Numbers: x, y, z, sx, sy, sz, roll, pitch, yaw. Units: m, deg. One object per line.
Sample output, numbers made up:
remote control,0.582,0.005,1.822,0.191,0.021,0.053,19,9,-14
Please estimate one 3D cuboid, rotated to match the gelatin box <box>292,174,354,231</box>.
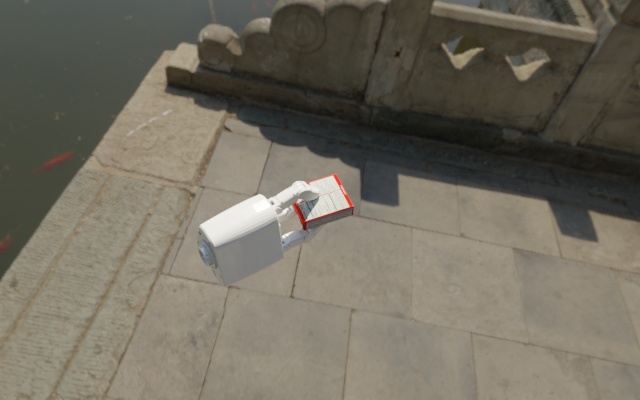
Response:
gelatin box,0.000,0.002,0.785,0.089,0.073,0.030,-18,-33,-14
